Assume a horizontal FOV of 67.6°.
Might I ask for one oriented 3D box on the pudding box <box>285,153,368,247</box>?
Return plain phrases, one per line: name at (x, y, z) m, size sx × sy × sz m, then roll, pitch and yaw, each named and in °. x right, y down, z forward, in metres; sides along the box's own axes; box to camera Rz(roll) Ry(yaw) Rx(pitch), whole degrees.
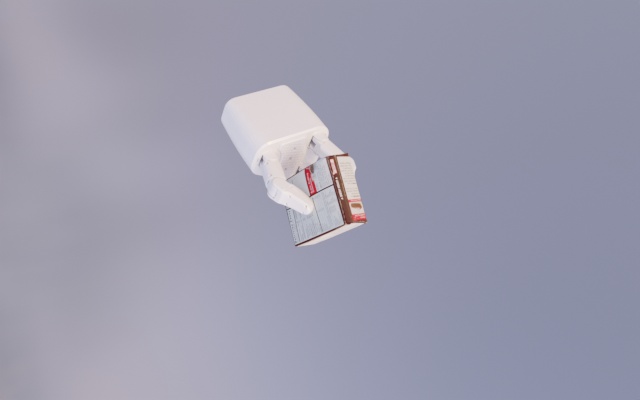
pudding box at (0.000, 0.002, 0.600) m, size 0.039 × 0.090 × 0.113 m, roll -8°, pitch -12°, yaw -37°
